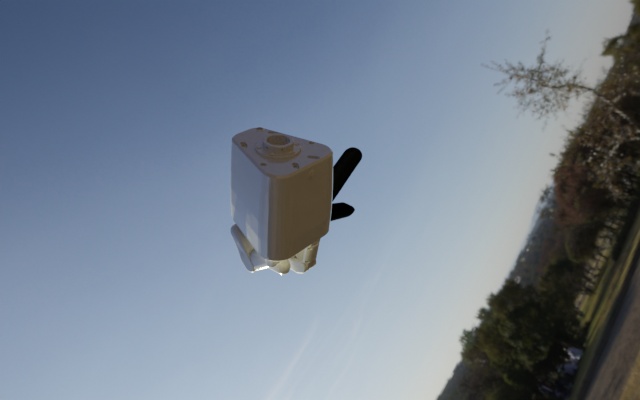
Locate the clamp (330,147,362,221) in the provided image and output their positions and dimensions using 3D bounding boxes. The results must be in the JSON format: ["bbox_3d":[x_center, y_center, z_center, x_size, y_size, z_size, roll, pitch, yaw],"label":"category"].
[{"bbox_3d":[0.000,0.002,0.631,0.039,0.120,0.171,24,38,28],"label":"clamp"}]
